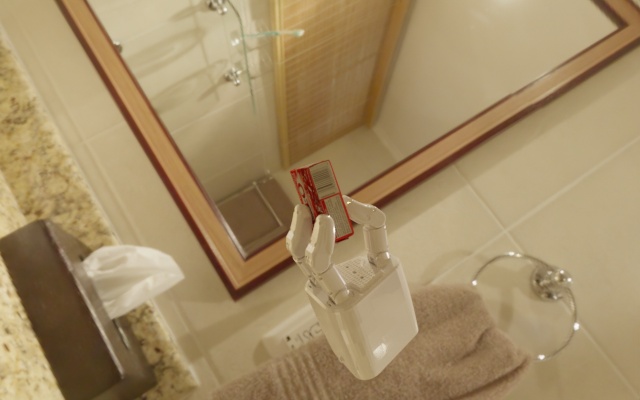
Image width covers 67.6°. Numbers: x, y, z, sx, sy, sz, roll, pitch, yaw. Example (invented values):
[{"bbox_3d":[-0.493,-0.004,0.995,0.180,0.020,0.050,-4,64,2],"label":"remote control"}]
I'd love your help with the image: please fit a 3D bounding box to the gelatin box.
[{"bbox_3d":[0.000,0.001,0.543,0.030,0.089,0.073,-21,7,-17],"label":"gelatin box"}]
